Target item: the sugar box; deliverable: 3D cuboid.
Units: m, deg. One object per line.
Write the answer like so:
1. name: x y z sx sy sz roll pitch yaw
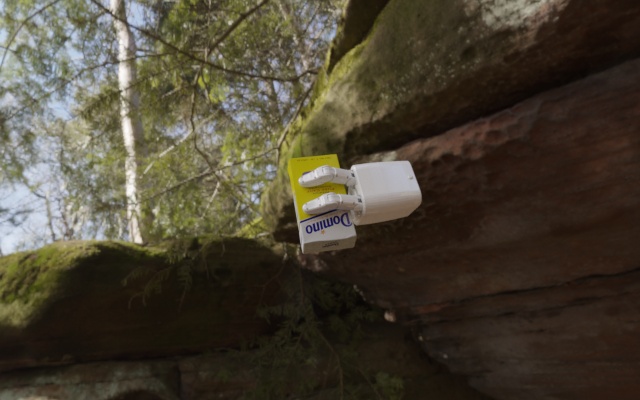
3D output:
1. sugar box: 0.000 0.002 0.844 0.093 0.176 0.048 -7 -33 -9
